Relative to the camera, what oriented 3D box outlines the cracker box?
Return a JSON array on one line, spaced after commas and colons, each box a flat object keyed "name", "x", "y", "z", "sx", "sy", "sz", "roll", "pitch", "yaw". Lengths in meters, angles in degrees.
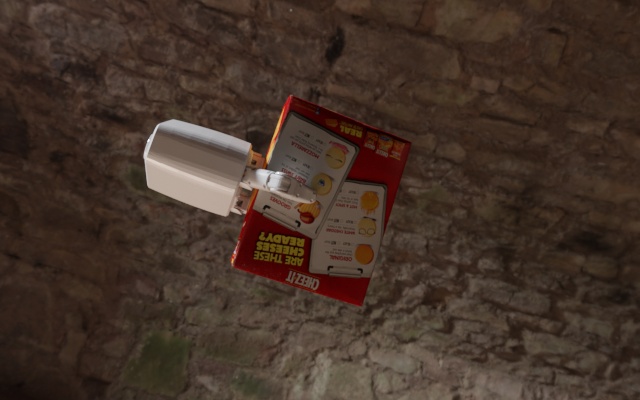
[{"name": "cracker box", "x": 0.000, "y": 0.002, "z": 0.593, "sx": 0.164, "sy": 0.213, "sz": 0.072, "roll": 19, "pitch": -7, "yaw": -11}]
